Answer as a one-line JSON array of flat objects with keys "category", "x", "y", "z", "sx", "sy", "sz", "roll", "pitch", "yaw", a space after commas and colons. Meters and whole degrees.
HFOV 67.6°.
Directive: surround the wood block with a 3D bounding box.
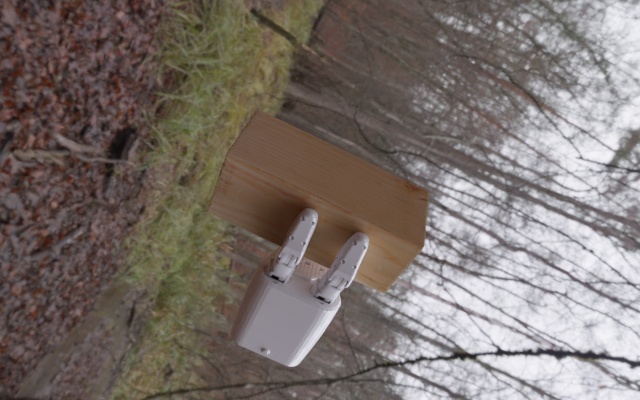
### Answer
[{"category": "wood block", "x": 0.000, "y": 0.002, "z": 0.508, "sx": 0.206, "sy": 0.090, "sz": 0.090, "roll": 25, "pitch": 41, "yaw": -5}]
